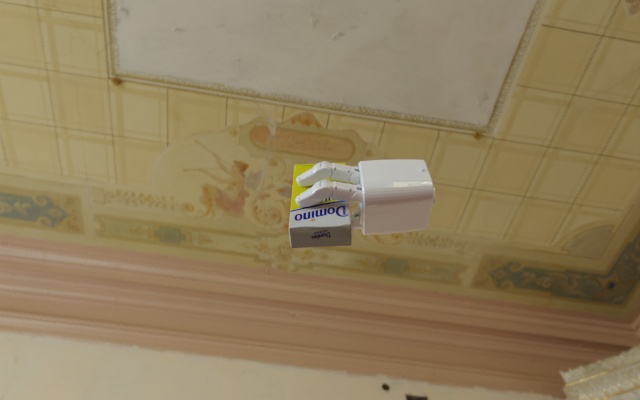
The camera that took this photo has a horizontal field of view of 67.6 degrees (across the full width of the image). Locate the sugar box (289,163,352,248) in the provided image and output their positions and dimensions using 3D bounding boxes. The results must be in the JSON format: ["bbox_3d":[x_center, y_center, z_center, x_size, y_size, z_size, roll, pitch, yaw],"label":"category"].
[{"bbox_3d":[0.000,0.002,0.765,0.093,0.048,0.176,-3,33,1],"label":"sugar box"}]
